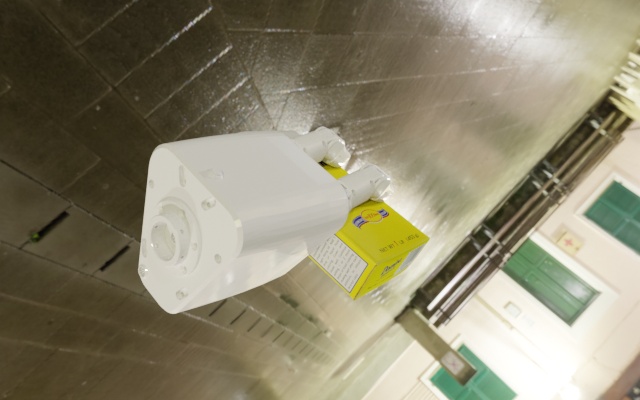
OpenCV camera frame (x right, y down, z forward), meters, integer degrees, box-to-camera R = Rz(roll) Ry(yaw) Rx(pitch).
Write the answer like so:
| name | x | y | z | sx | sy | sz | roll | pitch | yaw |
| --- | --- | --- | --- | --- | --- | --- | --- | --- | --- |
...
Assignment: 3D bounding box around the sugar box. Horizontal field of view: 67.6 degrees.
| name | x | y | z | sx | sy | sz | roll | pitch | yaw |
| --- | --- | --- | --- | --- | --- | --- | --- | --- | --- |
| sugar box | 0.000 | 0.001 | 0.418 | 0.176 | 0.048 | 0.093 | 43 | 30 | 23 |
